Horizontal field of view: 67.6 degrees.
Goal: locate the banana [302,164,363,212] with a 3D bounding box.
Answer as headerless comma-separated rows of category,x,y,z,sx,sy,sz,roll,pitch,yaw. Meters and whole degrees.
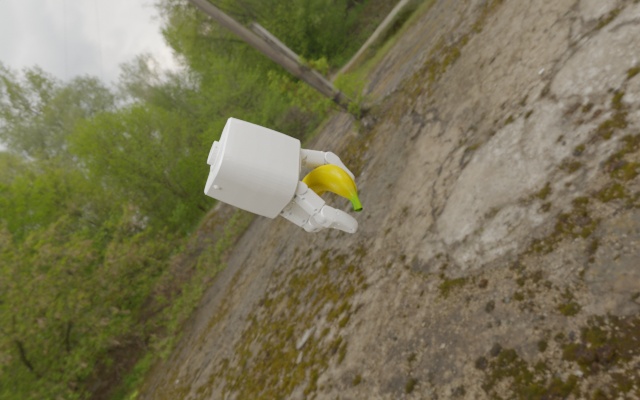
banana,0.002,-0.016,0.705,0.037,0.069,0.198,2,-3,-23
